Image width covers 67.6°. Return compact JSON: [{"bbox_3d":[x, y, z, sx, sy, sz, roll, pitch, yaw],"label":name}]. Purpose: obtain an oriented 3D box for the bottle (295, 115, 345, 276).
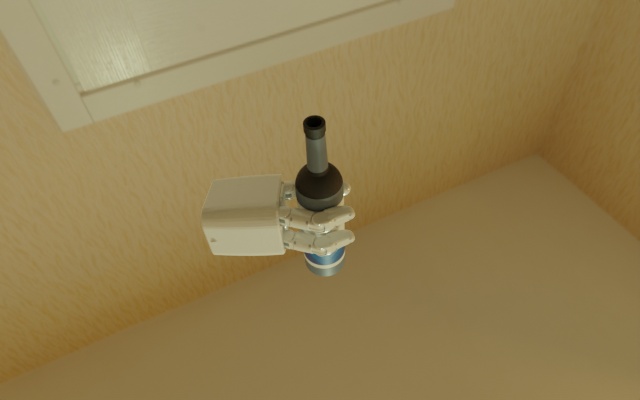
[{"bbox_3d":[0.000,0.002,0.680,0.069,0.069,0.296,0,-40,4],"label":"bottle"}]
